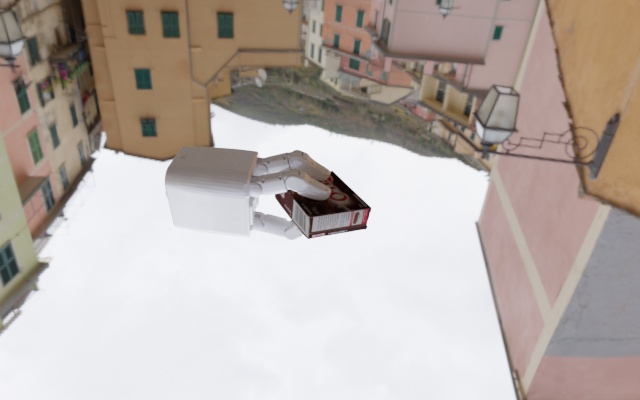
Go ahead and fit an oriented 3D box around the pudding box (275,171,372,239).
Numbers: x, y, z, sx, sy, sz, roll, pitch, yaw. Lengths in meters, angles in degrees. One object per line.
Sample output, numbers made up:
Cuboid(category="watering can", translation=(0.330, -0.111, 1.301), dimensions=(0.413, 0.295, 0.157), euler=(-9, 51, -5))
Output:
Cuboid(category="pudding box", translation=(0.000, 0.002, 0.636), dimensions=(0.090, 0.039, 0.113), euler=(-9, 35, -26))
